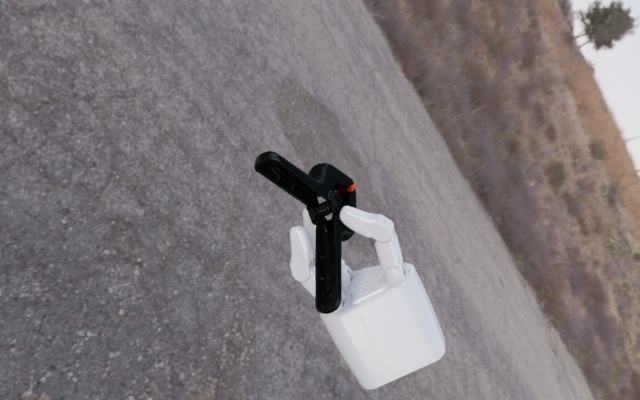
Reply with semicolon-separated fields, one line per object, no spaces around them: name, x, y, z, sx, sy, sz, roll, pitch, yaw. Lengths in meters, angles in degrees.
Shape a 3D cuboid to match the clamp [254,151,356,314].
clamp;0.001;0.001;0.525;0.036;0.164;0.210;-19;15;21
